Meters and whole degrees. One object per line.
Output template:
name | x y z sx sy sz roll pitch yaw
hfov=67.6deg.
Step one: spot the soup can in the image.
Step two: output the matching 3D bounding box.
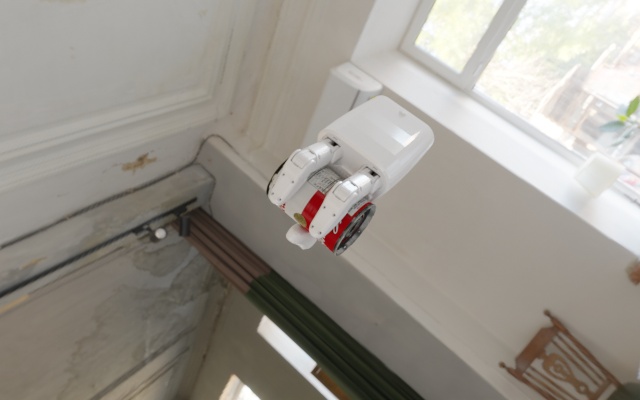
soup can | 0.000 0.002 0.518 0.102 0.068 0.068 39 12 16
